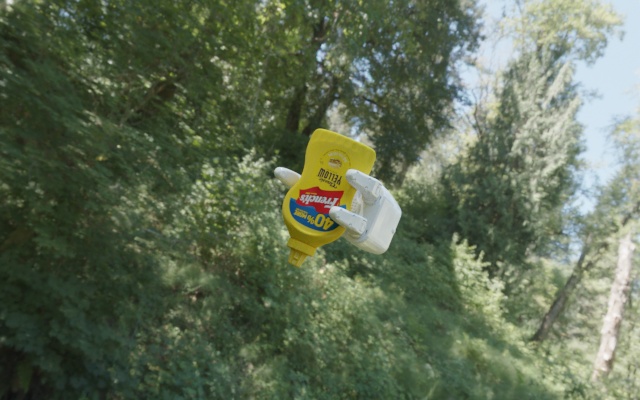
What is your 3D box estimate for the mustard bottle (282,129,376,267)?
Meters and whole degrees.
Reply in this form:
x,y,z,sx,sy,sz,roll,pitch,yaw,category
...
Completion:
x,y,z,sx,sy,sz,roll,pitch,yaw,category
0.000,0.002,0.672,0.096,0.191,0.058,23,-7,4,mustard bottle
